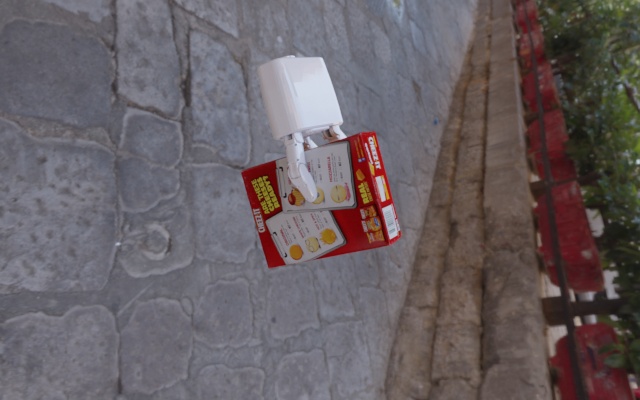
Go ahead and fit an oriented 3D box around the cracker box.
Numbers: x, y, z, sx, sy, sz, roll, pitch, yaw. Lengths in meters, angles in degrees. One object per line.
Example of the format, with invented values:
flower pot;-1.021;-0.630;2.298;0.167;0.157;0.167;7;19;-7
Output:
cracker box;0.000;0.002;0.731;0.214;0.164;0.072;-15;2;29
